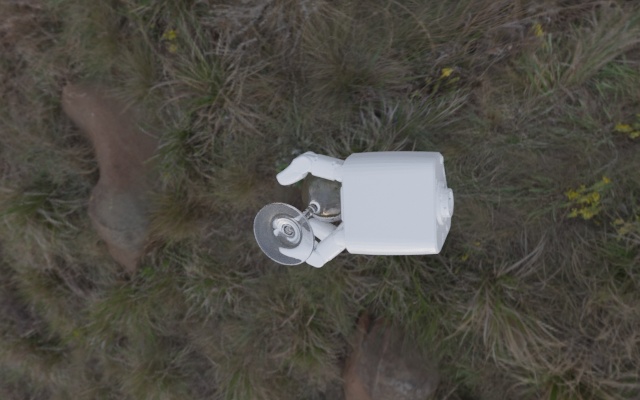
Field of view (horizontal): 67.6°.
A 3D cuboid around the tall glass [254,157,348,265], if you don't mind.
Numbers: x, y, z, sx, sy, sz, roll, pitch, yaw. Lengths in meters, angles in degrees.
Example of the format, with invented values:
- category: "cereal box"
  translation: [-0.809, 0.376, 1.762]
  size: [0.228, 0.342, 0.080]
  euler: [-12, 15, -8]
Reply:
- category: "tall glass"
  translation: [0.000, 0.002, 0.601]
  size: [0.079, 0.079, 0.201]
  euler: [0, 21, 25]
